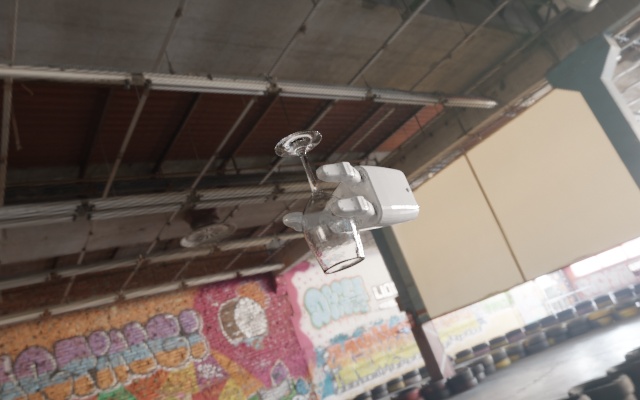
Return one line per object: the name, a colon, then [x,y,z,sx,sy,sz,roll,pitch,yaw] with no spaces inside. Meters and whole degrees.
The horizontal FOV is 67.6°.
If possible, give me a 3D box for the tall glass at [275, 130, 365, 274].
tall glass: [0.000,0.002,0.692,0.079,0.201,0.079,-18,-18,-6]
